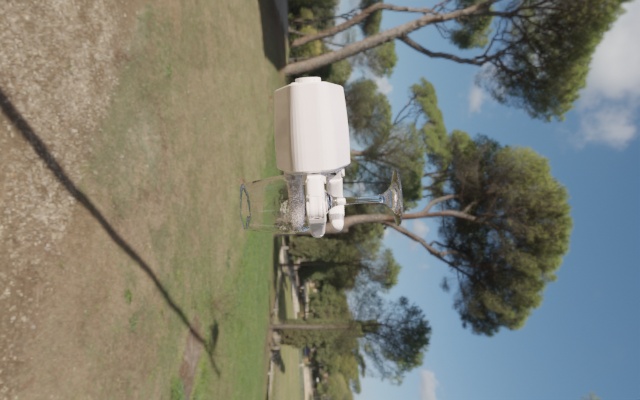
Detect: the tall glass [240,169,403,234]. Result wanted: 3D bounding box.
[{"bbox_3d":[0.001,0.002,0.618,0.201,0.079,0.079,-4,0,0],"label":"tall glass"}]
